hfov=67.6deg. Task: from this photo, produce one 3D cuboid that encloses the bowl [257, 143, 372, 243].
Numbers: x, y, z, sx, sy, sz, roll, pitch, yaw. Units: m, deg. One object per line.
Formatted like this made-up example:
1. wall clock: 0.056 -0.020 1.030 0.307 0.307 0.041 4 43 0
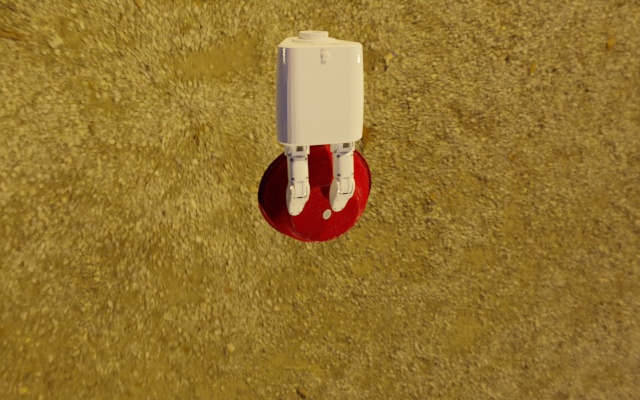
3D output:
1. bowl: 0.000 0.003 0.637 0.162 0.162 0.055 0 34 -18
